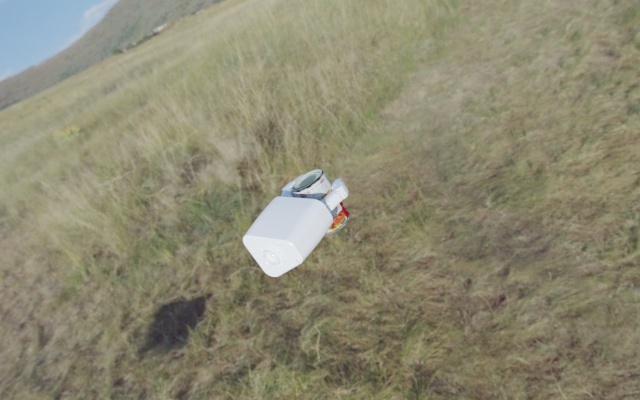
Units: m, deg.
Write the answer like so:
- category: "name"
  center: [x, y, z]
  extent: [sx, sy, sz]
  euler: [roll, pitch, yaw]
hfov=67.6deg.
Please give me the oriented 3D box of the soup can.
- category: "soup can"
  center: [0.000, 0.002, 0.870]
  extent: [0.068, 0.102, 0.068]
  euler: [-28, 22, 12]
